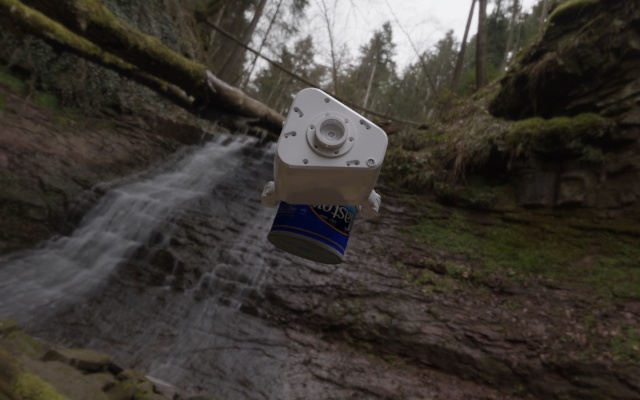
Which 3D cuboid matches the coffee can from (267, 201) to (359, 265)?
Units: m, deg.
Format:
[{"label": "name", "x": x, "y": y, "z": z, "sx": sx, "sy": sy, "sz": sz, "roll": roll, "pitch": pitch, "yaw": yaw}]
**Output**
[{"label": "coffee can", "x": 0.000, "y": 0.002, "z": 0.636, "sx": 0.103, "sy": 0.140, "sz": 0.103, "roll": 17, "pitch": -18, "yaw": 6}]
